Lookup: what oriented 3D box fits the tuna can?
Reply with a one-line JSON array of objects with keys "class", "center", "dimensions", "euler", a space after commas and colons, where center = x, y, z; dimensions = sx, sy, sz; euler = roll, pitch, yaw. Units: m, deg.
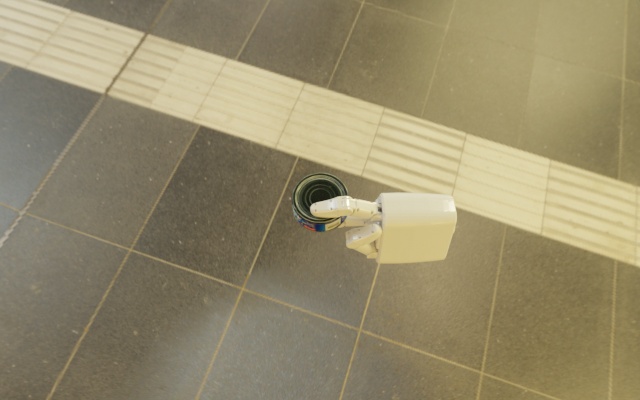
[{"class": "tuna can", "center": [0.000, 0.002, 0.708], "dimensions": [0.086, 0.086, 0.034], "euler": [0, -27, 2]}]
